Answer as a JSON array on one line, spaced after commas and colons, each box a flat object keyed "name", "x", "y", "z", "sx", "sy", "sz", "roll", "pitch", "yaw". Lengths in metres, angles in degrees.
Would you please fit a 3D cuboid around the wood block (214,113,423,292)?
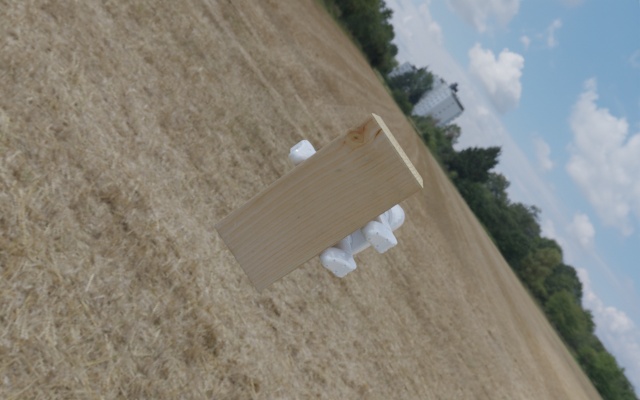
[{"name": "wood block", "x": 0.000, "y": 0.001, "z": 0.527, "sx": 0.206, "sy": 0.091, "sz": 0.090, "roll": -34, "pitch": 0, "yaw": 14}]
